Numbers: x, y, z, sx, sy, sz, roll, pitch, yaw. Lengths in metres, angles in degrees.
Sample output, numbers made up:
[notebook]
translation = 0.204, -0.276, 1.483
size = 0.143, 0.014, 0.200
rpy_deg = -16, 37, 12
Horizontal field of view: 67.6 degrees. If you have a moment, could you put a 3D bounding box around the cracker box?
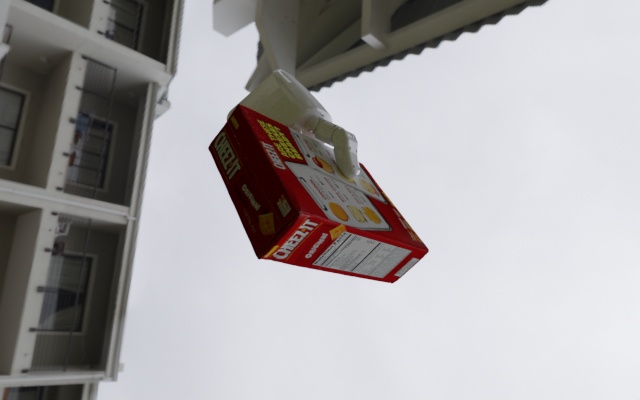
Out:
[cracker box]
translation = 0.000, 0.002, 0.524
size = 0.214, 0.072, 0.164
rpy_deg = 18, 30, -45
